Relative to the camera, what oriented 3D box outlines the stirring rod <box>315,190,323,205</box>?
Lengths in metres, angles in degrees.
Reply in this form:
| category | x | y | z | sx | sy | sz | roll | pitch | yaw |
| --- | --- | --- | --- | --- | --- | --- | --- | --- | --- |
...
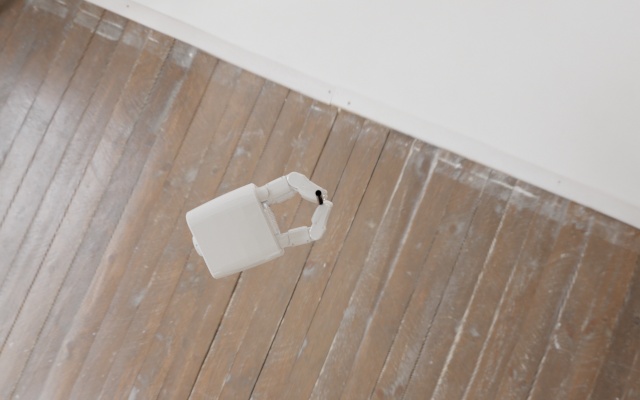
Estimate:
| category | x | y | z | sx | sy | sz | roll | pitch | yaw |
| --- | --- | --- | --- | --- | --- | --- | --- | --- | --- |
| stirring rod | 0.000 | 0.002 | 0.691 | 0.011 | 0.011 | 0.239 | 0 | -5 | 1 |
